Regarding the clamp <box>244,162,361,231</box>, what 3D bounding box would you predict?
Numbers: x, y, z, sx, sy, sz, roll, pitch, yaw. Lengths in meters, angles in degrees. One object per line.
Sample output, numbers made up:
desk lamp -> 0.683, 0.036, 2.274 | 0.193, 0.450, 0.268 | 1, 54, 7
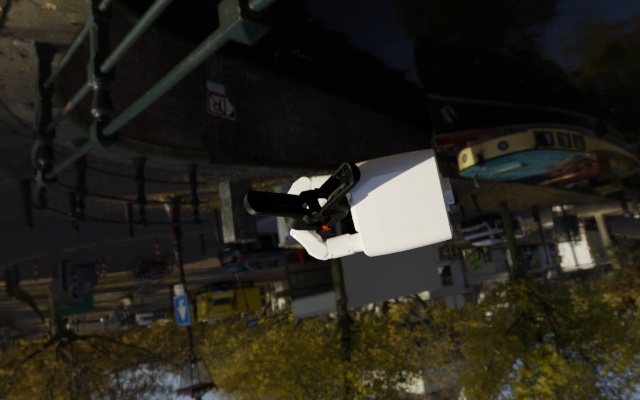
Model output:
clamp -> 0.000, 0.002, 0.540 | 0.120, 0.039, 0.171 | -13, -13, 14
